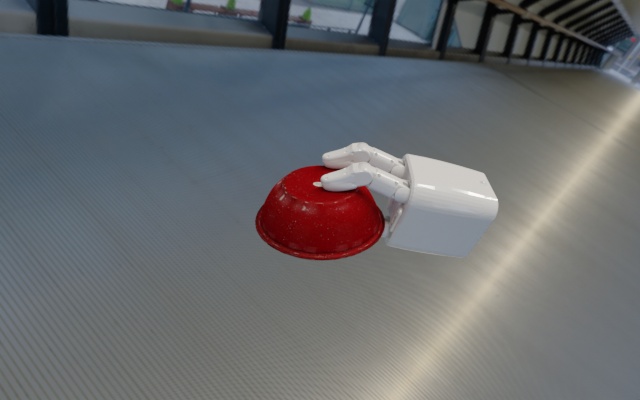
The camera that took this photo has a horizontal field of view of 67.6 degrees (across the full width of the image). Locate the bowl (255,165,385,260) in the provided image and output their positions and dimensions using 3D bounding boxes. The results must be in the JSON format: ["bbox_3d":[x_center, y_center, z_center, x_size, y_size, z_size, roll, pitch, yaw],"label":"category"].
[{"bbox_3d":[-0.001,0.002,0.581,0.162,0.055,0.162,0,32,0],"label":"bowl"}]
